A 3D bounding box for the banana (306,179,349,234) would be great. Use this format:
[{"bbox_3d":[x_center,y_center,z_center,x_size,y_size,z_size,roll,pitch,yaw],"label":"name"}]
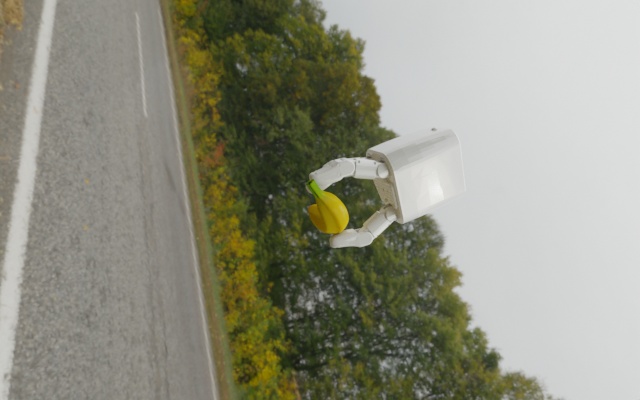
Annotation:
[{"bbox_3d":[0.010,0.017,0.678,0.037,0.069,0.198,-30,-9,-8],"label":"banana"}]
